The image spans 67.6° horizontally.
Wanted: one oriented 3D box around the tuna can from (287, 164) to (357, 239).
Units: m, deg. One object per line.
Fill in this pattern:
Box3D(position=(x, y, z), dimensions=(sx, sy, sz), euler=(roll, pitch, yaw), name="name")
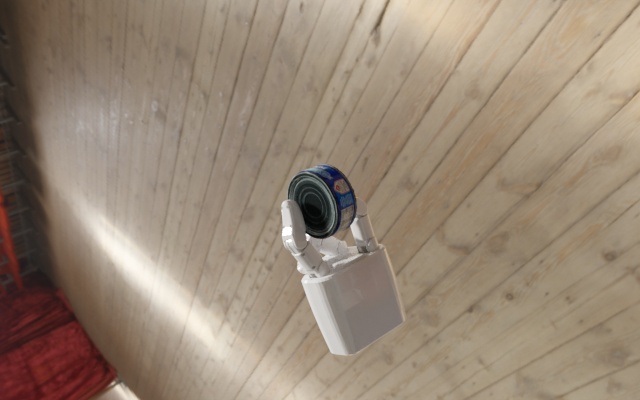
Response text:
Box3D(position=(0.000, 0.002, 0.569), dimensions=(0.086, 0.086, 0.033), euler=(0, 17, 46), name="tuna can")
